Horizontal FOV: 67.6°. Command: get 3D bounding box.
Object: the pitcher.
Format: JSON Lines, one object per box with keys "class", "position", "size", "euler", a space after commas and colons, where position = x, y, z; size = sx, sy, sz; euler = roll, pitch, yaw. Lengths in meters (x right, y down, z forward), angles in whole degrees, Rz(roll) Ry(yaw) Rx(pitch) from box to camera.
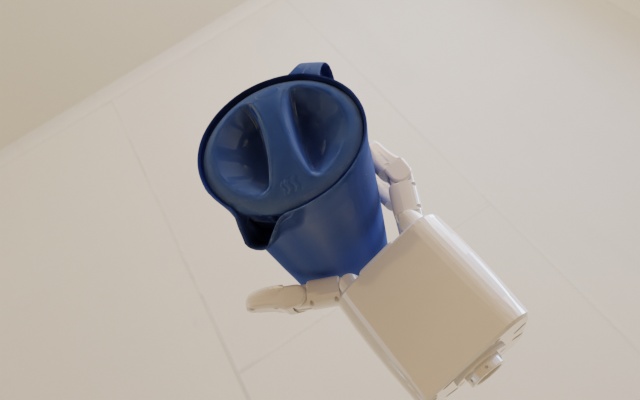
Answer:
{"class": "pitcher", "position": [0.000, 0.002, 0.456], "size": [0.149, 0.145, 0.243], "euler": [-36, -33, -6]}
